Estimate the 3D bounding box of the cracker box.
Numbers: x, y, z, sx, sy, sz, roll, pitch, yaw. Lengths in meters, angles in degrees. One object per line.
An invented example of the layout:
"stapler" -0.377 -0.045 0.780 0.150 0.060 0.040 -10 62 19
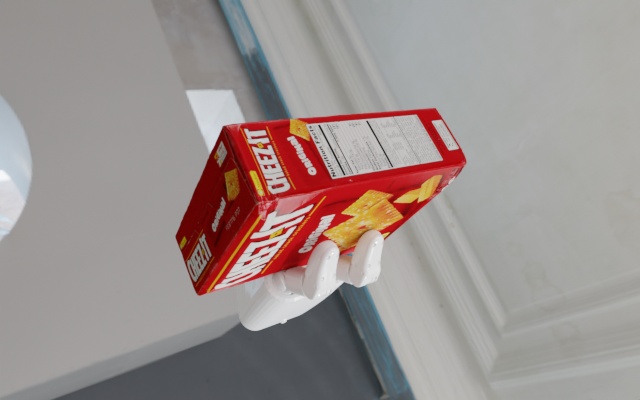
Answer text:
"cracker box" 0.000 0.001 0.423 0.213 0.072 0.164 -12 -25 -35
